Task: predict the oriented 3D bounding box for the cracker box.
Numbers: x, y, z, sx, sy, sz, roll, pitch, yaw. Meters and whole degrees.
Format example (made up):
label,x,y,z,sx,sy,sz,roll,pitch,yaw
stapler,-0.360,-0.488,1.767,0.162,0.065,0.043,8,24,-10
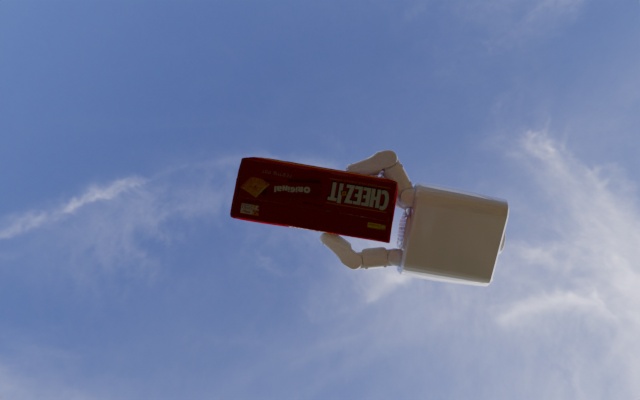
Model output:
label,x,y,z,sx,sy,sz,roll,pitch,yaw
cracker box,0.000,0.002,0.579,0.164,0.072,0.214,9,-2,4
